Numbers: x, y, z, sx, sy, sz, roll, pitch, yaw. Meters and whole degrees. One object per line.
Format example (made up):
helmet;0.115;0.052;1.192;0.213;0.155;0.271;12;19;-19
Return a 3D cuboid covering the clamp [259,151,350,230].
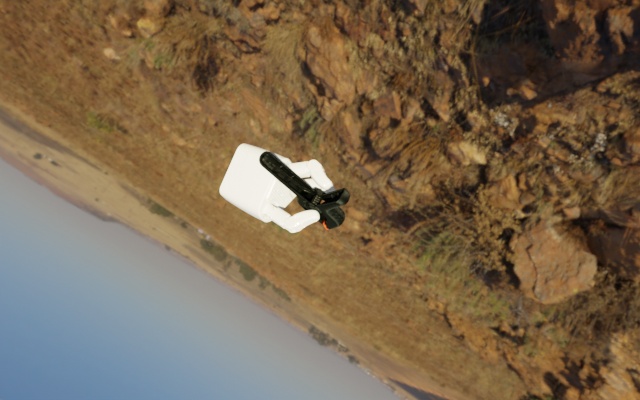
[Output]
clamp;0.000;0.003;0.796;0.164;0.036;0.210;26;-15;31
